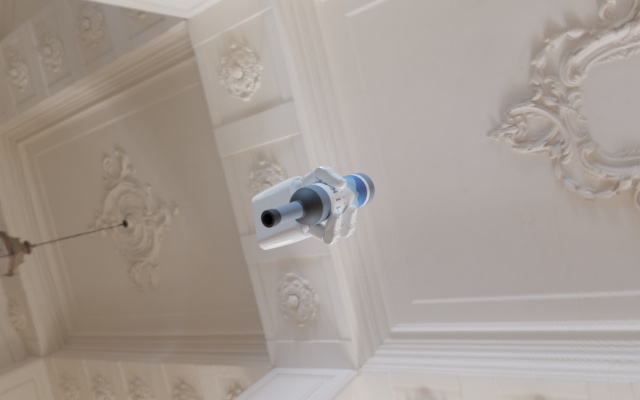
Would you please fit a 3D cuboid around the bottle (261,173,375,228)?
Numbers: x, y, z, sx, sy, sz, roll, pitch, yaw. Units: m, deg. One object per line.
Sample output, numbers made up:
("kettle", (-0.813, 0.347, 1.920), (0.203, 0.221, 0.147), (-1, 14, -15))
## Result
("bottle", (0.000, 0.003, 0.830), (0.069, 0.069, 0.295), (0, 10, 33))
